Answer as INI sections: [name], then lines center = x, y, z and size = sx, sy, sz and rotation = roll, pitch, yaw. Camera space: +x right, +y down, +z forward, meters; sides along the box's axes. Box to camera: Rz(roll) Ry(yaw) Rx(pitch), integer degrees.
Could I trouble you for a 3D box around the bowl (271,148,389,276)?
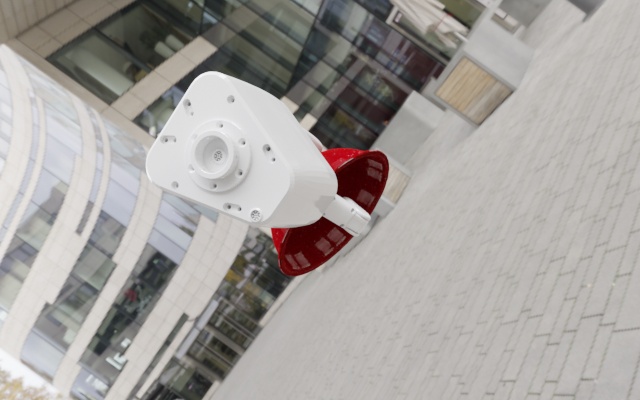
[bowl]
center = 0.000, 0.002, 0.509
size = 0.055, 0.162, 0.162
rotation = 40, 19, 25
